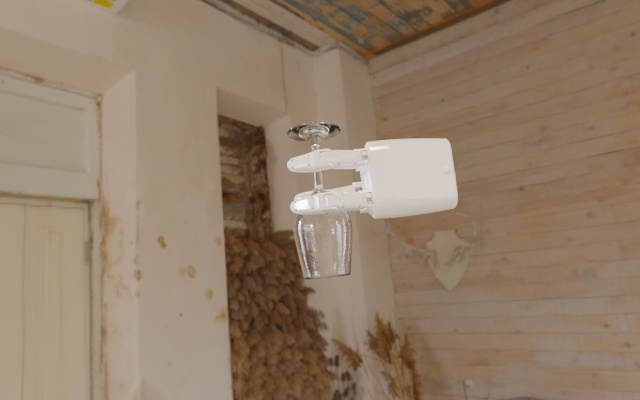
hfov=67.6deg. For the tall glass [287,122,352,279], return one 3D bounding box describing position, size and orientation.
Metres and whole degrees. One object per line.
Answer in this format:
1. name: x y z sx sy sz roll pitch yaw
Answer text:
1. tall glass: 0.000 0.001 0.640 0.079 0.201 0.079 -5 -11 -1
